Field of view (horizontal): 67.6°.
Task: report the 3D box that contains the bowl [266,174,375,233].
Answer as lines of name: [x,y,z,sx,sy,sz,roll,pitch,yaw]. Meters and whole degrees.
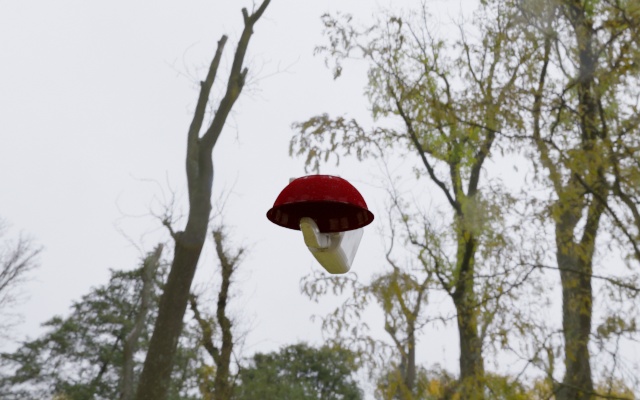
bowl: [0.000,0.001,0.716,0.162,0.055,0.162,1,-18,0]
